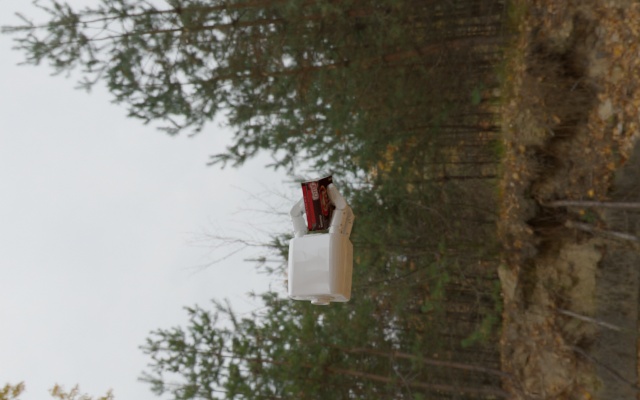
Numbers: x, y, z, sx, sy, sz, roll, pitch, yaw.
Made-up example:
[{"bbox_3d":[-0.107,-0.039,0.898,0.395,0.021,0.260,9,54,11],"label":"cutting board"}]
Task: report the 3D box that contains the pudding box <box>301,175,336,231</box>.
[{"bbox_3d":[0.000,0.003,0.890,0.039,0.090,0.113,-6,7,12],"label":"pudding box"}]
